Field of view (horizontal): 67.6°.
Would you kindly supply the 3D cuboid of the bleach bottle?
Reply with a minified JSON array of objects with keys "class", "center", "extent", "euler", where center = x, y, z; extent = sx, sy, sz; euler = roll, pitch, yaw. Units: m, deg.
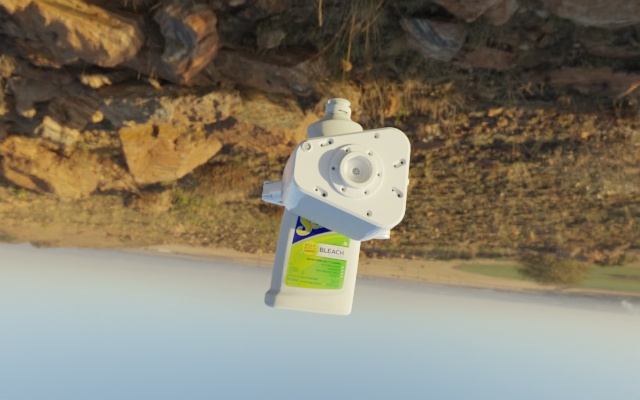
[{"class":"bleach bottle","center":[0.000,0.002,0.562],"extent":[0.102,0.250,0.068],"euler":[7,-10,-5]}]
